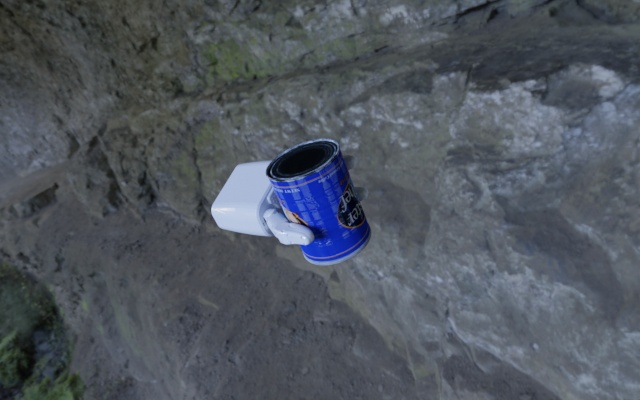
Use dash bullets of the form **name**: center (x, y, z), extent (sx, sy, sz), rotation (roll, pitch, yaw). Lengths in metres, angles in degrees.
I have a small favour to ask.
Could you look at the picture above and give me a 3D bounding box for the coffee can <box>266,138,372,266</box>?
- **coffee can**: center (0.000, 0.002, 0.647), extent (0.103, 0.140, 0.102), rotation (-17, 29, 10)
